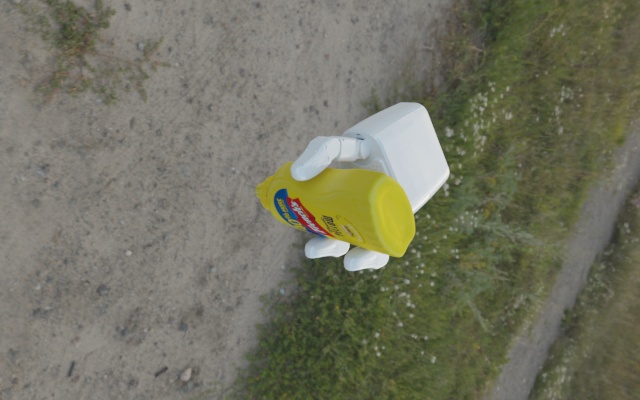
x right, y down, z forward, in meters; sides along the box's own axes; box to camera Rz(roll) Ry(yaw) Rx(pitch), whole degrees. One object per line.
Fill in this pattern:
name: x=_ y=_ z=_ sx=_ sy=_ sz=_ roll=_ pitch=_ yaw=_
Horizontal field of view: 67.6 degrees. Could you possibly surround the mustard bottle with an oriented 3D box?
mustard bottle: x=0.000 y=0.002 z=0.506 sx=0.191 sy=0.058 sz=0.096 roll=12 pitch=-31 yaw=41
